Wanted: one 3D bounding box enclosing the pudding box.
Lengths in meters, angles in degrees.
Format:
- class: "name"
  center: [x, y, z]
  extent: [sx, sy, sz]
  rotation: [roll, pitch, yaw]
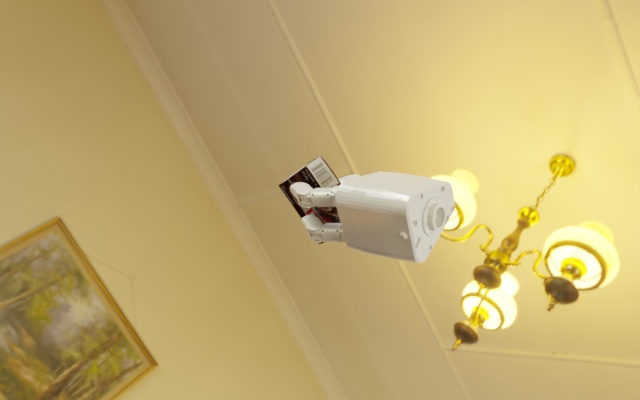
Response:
- class: "pudding box"
  center: [0.000, 0.002, 0.693]
  extent: [0.039, 0.113, 0.090]
  rotation: [-35, 3, -36]
